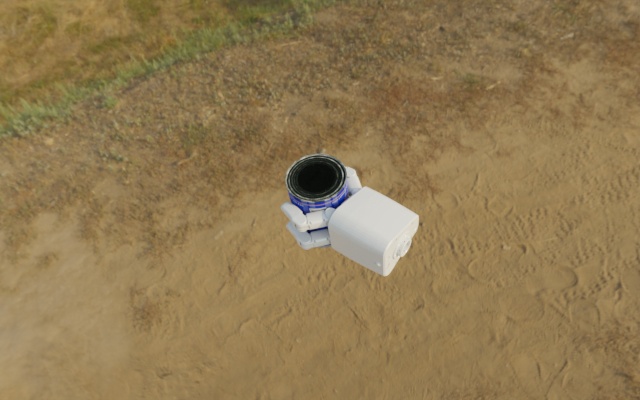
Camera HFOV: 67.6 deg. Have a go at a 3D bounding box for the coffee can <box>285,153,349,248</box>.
[{"bbox_3d":[0.000,0.003,0.831,0.103,0.102,0.140,0,-37,8],"label":"coffee can"}]
